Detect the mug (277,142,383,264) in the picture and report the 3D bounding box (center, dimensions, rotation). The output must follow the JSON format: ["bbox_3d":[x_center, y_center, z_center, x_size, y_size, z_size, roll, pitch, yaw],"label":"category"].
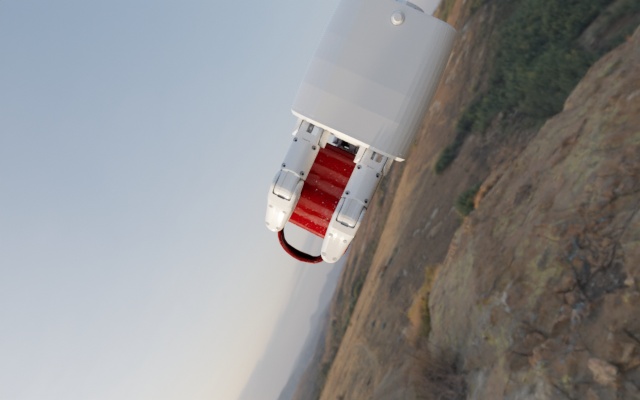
[{"bbox_3d":[-0.001,0.003,0.443,0.081,0.117,0.093,25,10,4],"label":"mug"}]
